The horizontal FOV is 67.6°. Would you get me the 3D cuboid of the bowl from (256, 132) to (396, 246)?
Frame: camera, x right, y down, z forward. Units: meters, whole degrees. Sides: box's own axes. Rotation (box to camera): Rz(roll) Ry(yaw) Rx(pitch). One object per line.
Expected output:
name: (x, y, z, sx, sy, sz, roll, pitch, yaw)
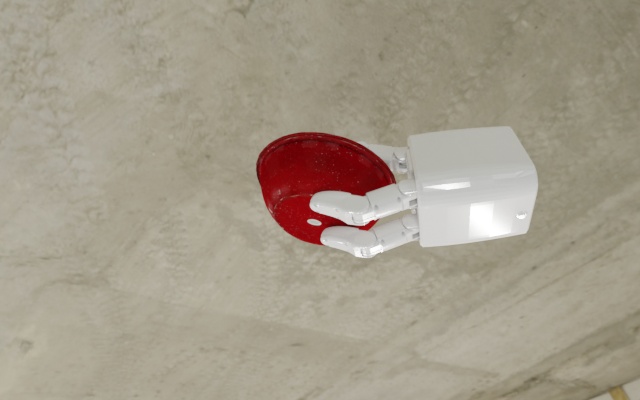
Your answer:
bowl: (-0.001, 0.002, 0.522, 0.162, 0.055, 0.162, 10, -36, 7)
